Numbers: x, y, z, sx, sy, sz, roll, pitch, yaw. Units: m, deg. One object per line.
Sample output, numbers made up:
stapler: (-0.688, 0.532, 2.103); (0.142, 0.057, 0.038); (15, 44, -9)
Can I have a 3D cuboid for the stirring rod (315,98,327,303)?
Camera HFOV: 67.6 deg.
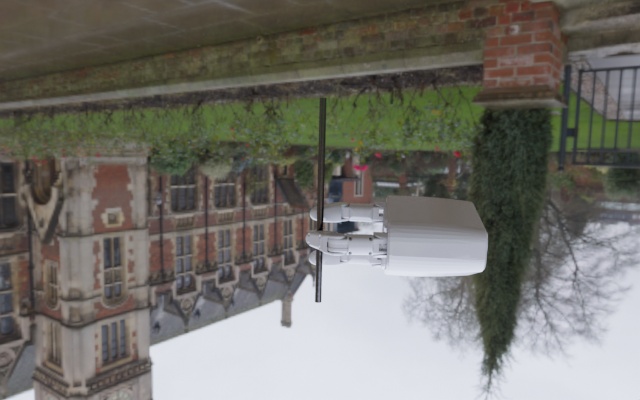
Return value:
stirring rod: (0.000, 0.002, 0.561); (0.011, 0.239, 0.011); (1, 6, 0)
